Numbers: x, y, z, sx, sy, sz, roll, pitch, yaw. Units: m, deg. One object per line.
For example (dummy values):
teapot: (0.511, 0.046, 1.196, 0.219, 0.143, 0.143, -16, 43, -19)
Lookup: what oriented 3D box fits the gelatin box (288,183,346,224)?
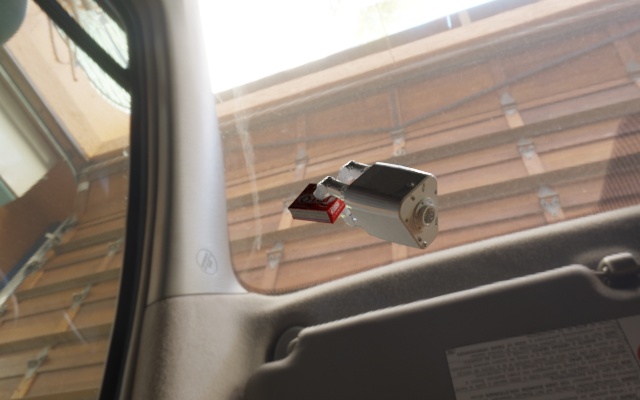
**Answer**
gelatin box: (0.000, 0.003, 0.818, 0.089, 0.030, 0.073, 4, 40, 37)
